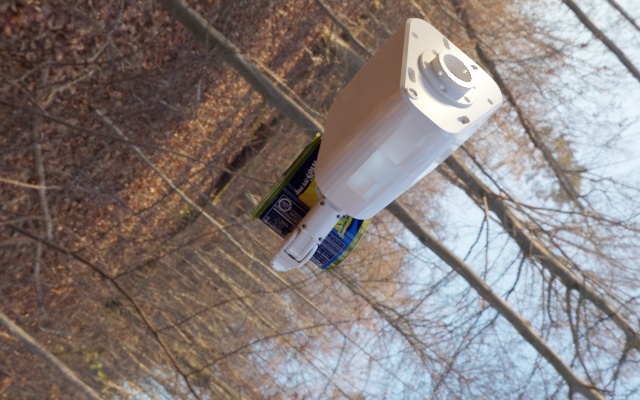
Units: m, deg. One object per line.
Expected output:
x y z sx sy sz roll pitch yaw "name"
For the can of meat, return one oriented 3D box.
0.000 0.002 0.427 0.057 0.084 0.102 -46 7 43 "can of meat"
